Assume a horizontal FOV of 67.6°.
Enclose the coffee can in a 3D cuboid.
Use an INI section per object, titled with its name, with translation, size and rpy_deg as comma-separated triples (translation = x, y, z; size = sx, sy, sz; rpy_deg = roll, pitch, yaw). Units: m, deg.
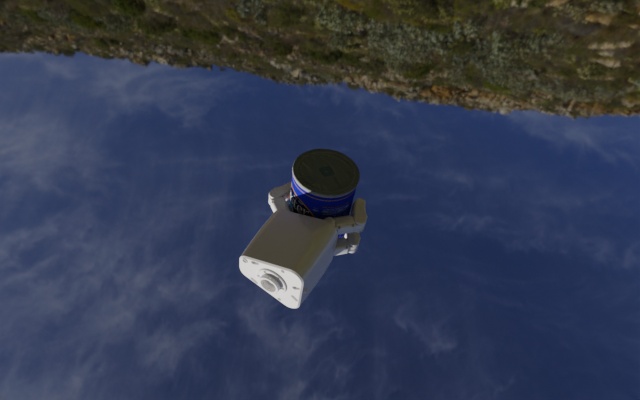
[coffee can]
translation = 0.000, 0.002, 0.768
size = 0.103, 0.102, 0.140
rpy_deg = 0, -43, -10
